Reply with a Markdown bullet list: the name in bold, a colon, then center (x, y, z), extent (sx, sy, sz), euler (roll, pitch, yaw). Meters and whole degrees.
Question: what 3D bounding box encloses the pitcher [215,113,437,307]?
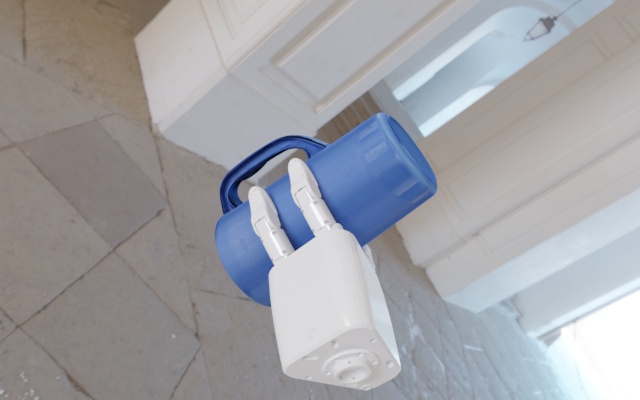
- **pitcher**: center (0.000, 0.002, 0.552), extent (0.243, 0.145, 0.149), euler (-36, -53, 20)
